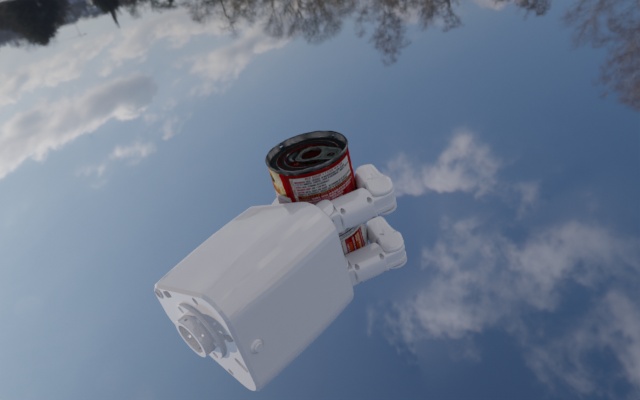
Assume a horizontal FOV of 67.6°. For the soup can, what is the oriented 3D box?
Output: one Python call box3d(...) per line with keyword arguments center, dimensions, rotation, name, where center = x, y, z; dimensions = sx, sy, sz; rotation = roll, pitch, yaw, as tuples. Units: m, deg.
box3d(center=(0.000, 0.001, 0.407), dimensions=(0.068, 0.102, 0.068), rotation=(-11, 31, 7), name="soup can")
